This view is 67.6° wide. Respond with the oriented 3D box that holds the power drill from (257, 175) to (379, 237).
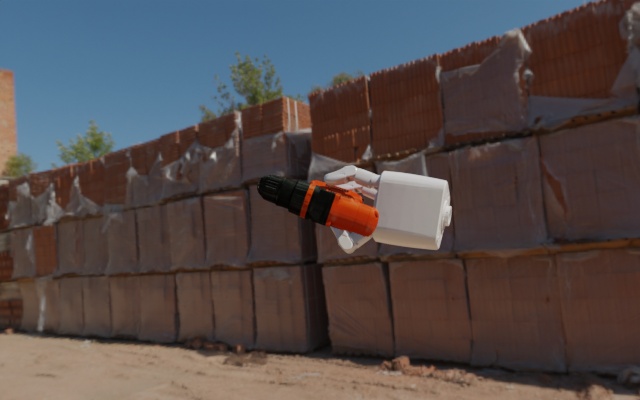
[{"bbox_3d":[0.000,0.003,0.766,0.184,0.057,0.187,21,6,3],"label":"power drill"}]
